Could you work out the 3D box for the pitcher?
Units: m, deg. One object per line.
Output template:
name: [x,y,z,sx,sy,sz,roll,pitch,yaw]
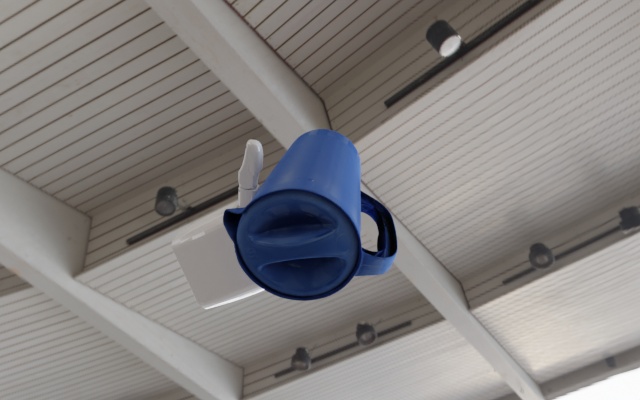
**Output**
pitcher: [0.000,0.002,0.585,0.145,0.149,0.242,-26,20,19]
